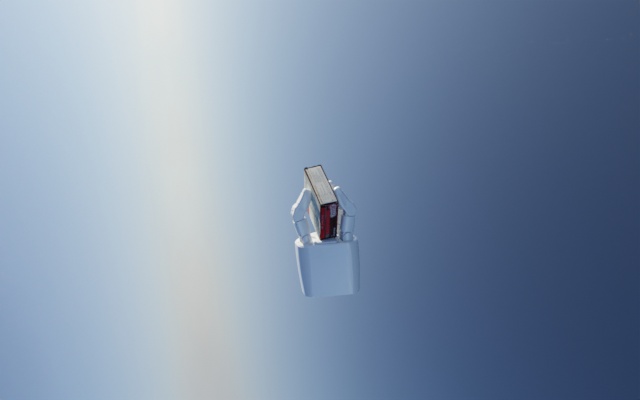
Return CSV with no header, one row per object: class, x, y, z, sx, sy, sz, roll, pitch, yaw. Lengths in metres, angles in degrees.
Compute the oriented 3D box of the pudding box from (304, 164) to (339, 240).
pudding box,0.000,0.003,0.884,0.039,0.090,0.113,-11,44,-15
